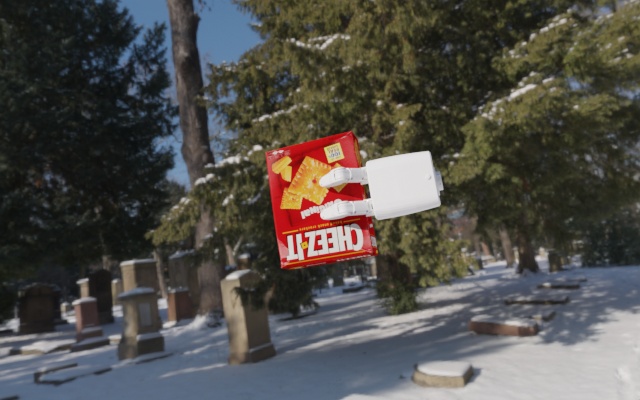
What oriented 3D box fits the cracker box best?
[{"bbox_3d":[0.000,0.003,0.838,0.164,0.213,0.072,-11,-11,13],"label":"cracker box"}]
